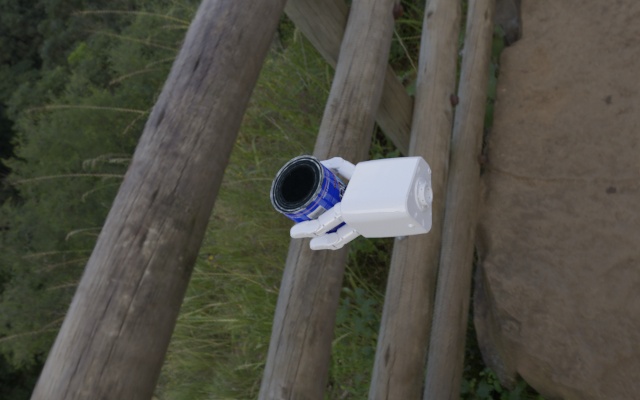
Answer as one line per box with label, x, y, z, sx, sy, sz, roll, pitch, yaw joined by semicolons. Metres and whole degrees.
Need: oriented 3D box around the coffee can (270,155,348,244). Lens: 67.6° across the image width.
coffee can;0.000;0.003;0.794;0.103;0.102;0.140;0;-24;37
